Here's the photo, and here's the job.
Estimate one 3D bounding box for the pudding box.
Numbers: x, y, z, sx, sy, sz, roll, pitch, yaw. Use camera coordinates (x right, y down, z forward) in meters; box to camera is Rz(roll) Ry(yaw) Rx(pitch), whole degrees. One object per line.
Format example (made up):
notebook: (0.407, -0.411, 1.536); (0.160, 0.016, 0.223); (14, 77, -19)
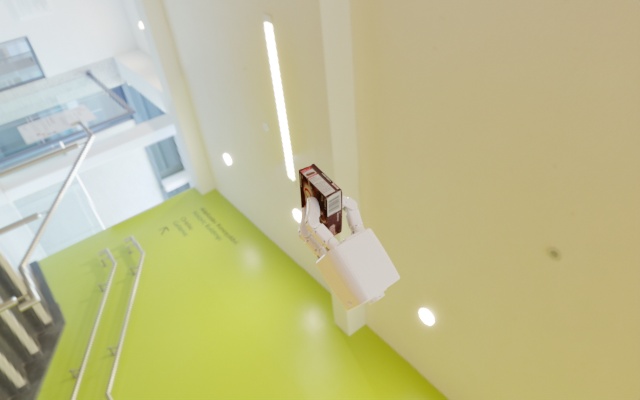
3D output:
pudding box: (0.000, 0.003, 0.872); (0.039, 0.114, 0.090); (-26, 50, -25)
